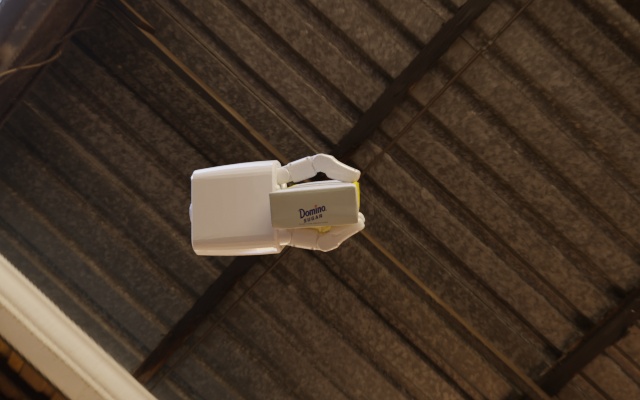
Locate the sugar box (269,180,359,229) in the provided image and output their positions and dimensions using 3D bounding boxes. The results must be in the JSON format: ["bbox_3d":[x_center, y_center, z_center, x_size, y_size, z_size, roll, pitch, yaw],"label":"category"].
[{"bbox_3d":[0.000,0.002,0.576,0.093,0.048,0.176,-4,6,6],"label":"sugar box"}]
